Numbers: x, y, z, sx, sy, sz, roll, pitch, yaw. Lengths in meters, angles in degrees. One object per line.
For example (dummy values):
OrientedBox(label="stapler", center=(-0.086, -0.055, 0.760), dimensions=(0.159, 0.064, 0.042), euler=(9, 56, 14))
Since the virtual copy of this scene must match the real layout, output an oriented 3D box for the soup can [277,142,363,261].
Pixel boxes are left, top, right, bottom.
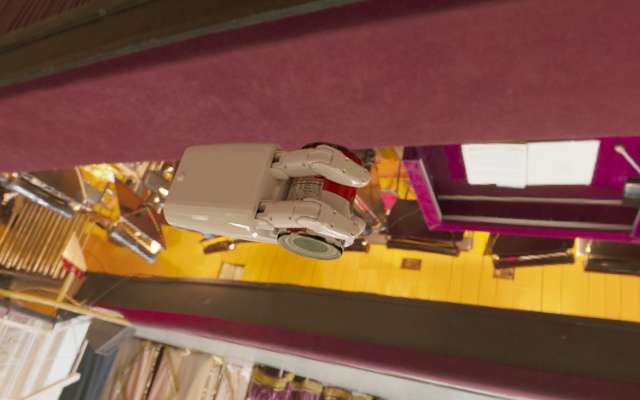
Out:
OrientedBox(label="soup can", center=(0.001, 0.002, 0.482), dimensions=(0.068, 0.102, 0.068), euler=(12, -23, 5))
